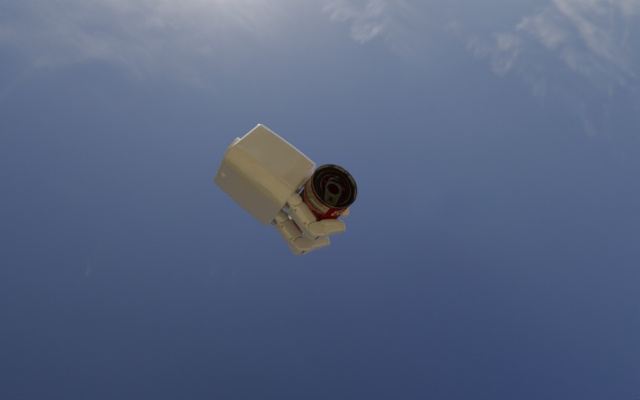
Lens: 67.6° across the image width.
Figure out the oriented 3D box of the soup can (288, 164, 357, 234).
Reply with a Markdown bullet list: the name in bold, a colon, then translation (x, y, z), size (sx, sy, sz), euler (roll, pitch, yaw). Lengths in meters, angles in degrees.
- **soup can**: translation (0.000, 0.003, 0.688), size (0.068, 0.068, 0.102), euler (0, -27, -26)
